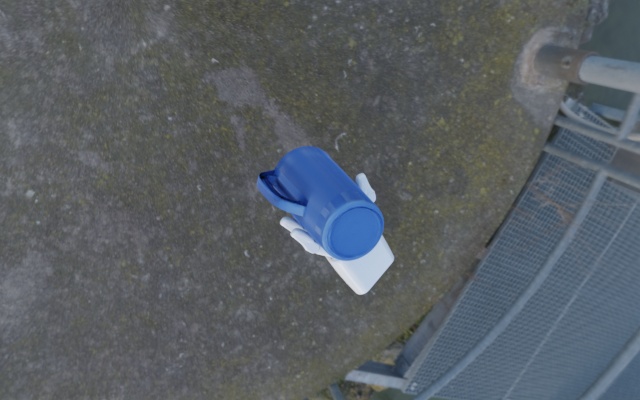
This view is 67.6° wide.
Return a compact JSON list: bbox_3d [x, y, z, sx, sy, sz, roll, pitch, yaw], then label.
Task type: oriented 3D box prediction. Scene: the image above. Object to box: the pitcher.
[{"bbox_3d":[0.000,0.003,0.835,0.149,0.145,0.242,-36,32,-4],"label":"pitcher"}]
